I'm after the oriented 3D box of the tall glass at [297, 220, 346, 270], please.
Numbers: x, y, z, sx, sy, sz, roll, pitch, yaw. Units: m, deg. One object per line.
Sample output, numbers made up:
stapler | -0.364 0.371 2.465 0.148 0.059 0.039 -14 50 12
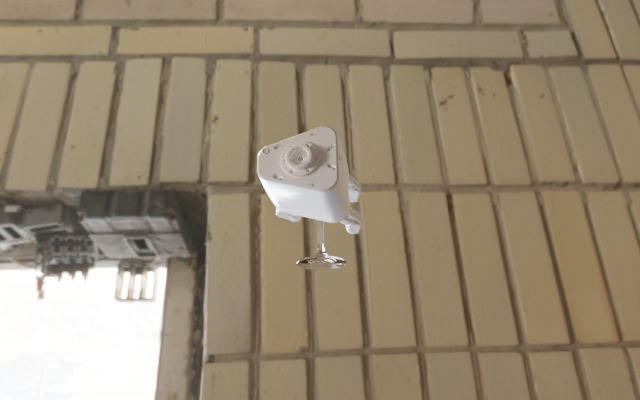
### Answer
tall glass | 0.000 0.003 0.750 0.079 0.201 0.079 -1 -22 0
